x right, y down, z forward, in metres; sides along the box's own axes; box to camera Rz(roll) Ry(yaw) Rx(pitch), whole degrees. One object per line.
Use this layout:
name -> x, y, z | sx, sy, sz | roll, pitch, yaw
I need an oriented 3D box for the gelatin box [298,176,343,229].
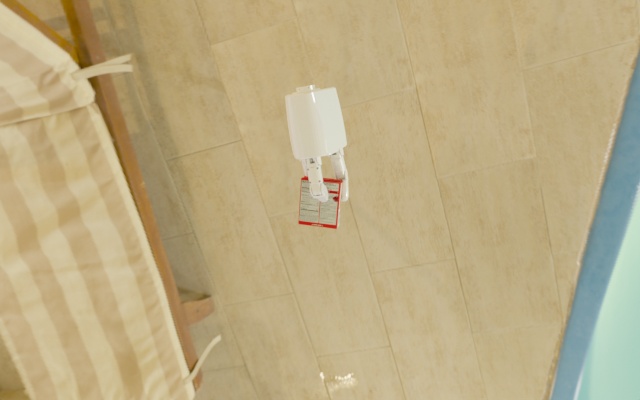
gelatin box -> 0.000, 0.003, 0.866 | 0.073, 0.089, 0.030 | 6, 12, 10
